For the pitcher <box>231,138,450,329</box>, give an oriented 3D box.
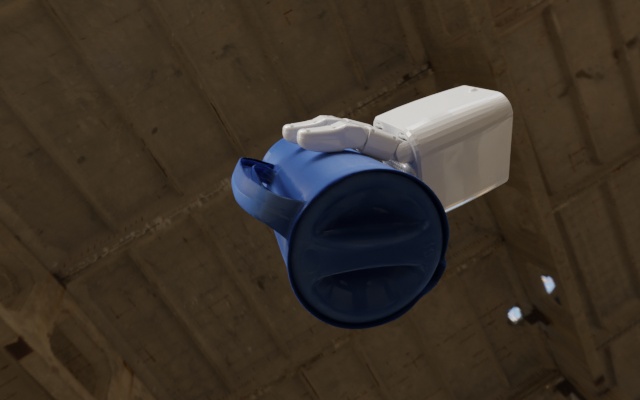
[{"bbox_3d":[0.000,0.002,0.465,0.145,0.149,0.242,-23,23,-8],"label":"pitcher"}]
